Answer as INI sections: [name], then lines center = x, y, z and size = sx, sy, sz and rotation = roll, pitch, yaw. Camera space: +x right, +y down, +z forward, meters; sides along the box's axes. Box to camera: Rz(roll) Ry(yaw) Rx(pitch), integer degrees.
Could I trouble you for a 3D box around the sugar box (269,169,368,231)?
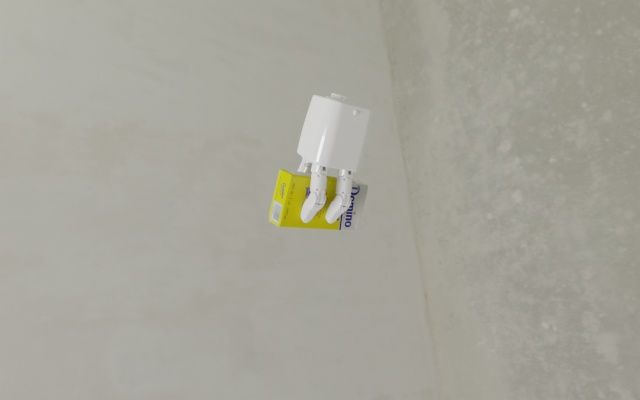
[sugar box]
center = 0.000, 0.003, 0.841
size = 0.176, 0.093, 0.048
rotation = 6, 15, -36
